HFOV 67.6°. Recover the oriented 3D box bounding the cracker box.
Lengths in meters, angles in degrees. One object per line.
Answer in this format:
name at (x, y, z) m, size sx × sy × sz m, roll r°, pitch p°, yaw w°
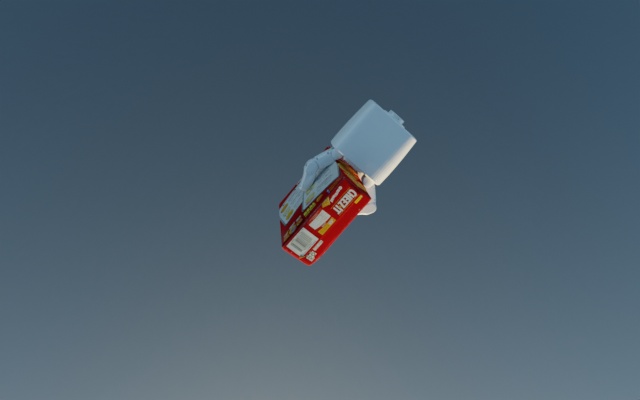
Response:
cracker box at (0.000, 0.003, 0.891) m, size 0.072 × 0.164 × 0.213 m, roll 37°, pitch 12°, yaw -17°
